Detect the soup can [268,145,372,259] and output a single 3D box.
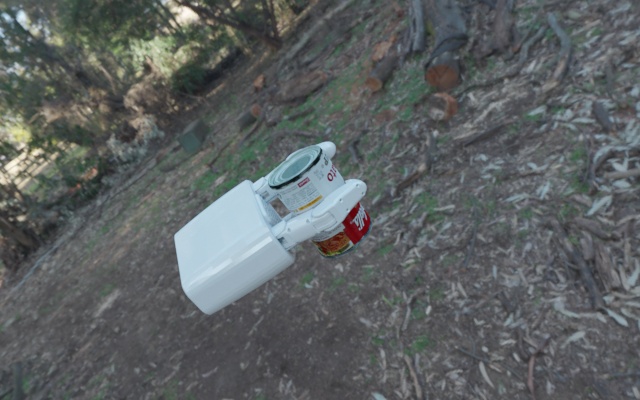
[{"bbox_3d":[0.000,0.001,0.502,0.068,0.102,0.068,-30,24,15],"label":"soup can"}]
